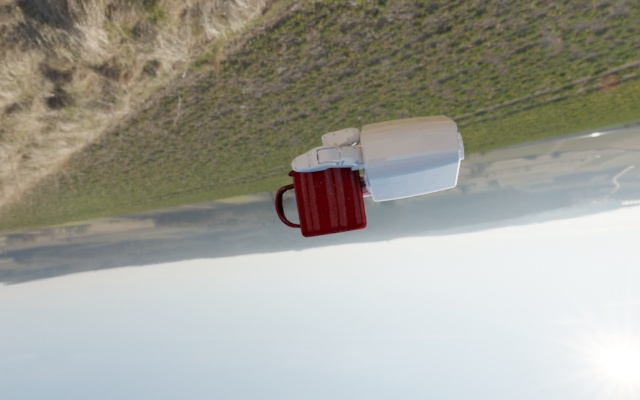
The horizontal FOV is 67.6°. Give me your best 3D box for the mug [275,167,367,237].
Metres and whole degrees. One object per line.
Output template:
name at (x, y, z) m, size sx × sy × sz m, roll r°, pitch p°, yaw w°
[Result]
mug at (-0.001, 0.002, 0.588) m, size 0.117 × 0.081 × 0.093 m, roll -9°, pitch -4°, yaw 12°
